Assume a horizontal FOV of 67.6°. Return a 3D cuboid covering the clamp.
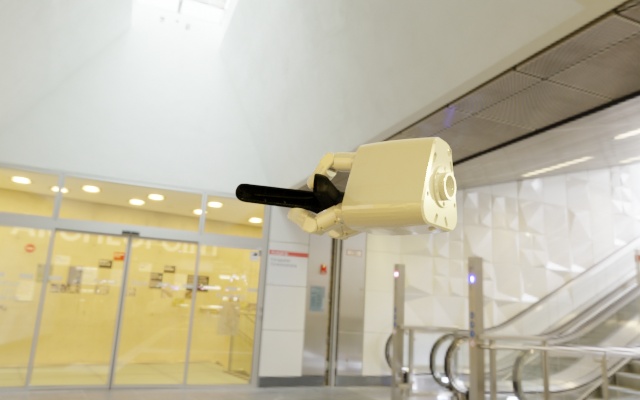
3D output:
[{"bbox_3d":[0.001,0.001,0.657,0.164,0.036,0.210,-1,-12,39],"label":"clamp"}]
